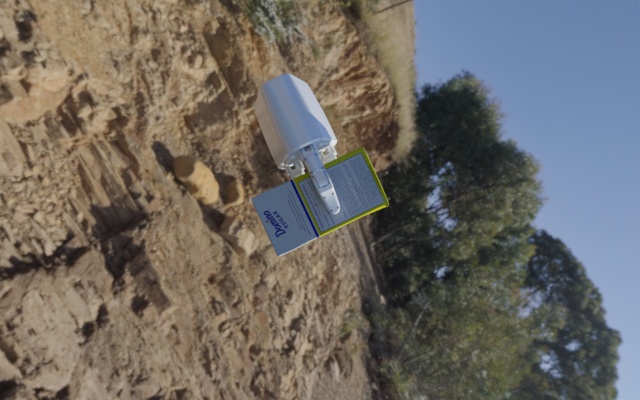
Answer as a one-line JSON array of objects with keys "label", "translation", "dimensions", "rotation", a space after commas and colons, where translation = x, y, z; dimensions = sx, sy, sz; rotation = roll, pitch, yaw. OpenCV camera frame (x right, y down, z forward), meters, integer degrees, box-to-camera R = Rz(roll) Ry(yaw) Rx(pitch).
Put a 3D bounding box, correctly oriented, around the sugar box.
[{"label": "sugar box", "translation": [0.000, 0.002, 0.688], "dimensions": [0.176, 0.093, 0.048], "rotation": [-25, -3, 1]}]
